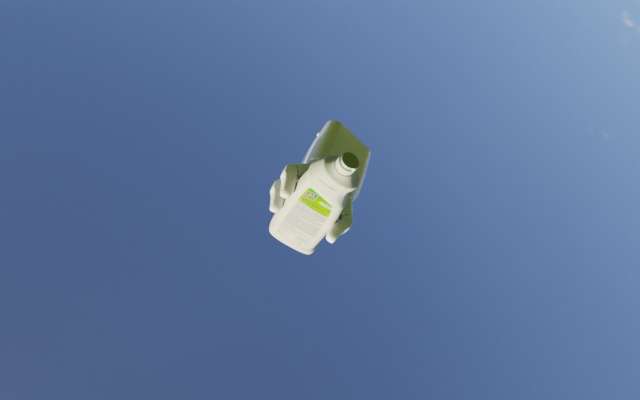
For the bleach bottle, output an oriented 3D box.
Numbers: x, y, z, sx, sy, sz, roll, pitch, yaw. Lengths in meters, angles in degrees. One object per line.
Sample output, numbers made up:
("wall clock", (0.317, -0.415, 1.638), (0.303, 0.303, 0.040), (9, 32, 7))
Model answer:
("bleach bottle", (0.000, 0.003, 0.789), (0.102, 0.068, 0.251), (29, -36, -10))
